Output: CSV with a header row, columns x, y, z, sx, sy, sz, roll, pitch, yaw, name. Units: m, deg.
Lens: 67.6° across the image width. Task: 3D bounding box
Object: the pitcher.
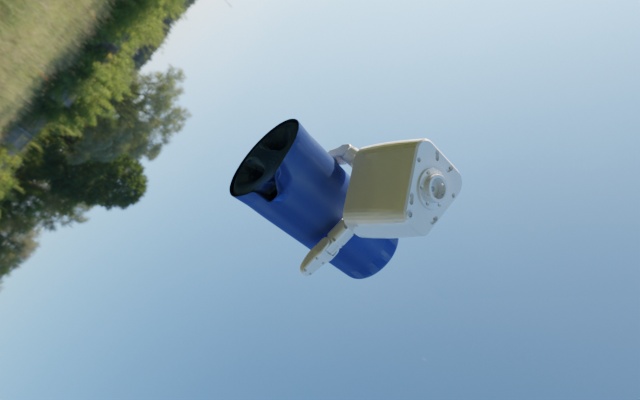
x,y,z,sx,sy,sz,roll,pitch,yaw,name
0.000,0.002,0.694,0.243,0.149,0.145,41,-26,-27,pitcher
